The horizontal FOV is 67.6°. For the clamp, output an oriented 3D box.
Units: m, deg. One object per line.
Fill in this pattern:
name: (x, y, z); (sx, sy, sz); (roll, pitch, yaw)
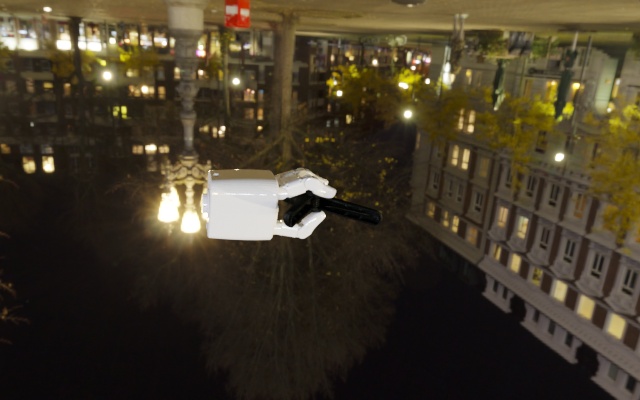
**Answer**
clamp: (0.000, 0.003, 0.818); (0.164, 0.036, 0.210); (3, 17, -17)
